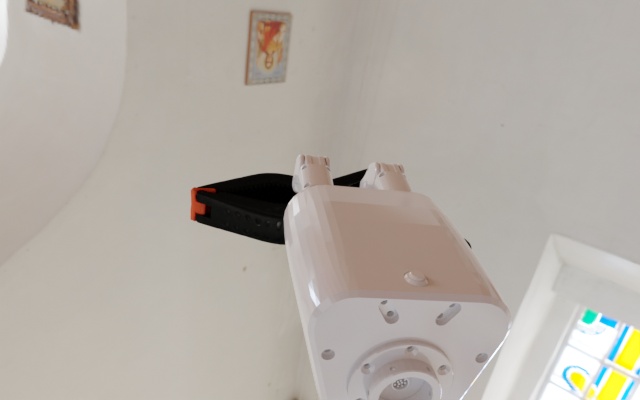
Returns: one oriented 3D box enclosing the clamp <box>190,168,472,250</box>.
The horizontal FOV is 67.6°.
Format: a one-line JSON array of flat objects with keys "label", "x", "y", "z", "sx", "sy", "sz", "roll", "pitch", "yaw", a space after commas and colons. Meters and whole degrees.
[{"label": "clamp", "x": -0.001, "y": 0.002, "z": 0.406, "sx": 0.210, "sy": 0.036, "sz": 0.164, "roll": 4, "pitch": 24, "yaw": -10}]
